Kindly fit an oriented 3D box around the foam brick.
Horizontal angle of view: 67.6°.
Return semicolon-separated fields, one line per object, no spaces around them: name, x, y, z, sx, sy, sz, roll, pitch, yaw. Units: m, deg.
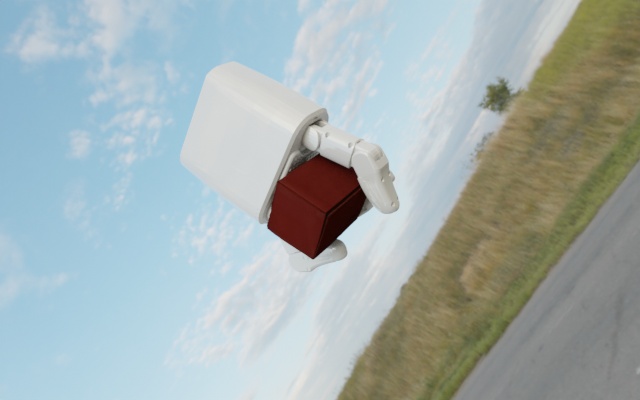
foam brick;0.000;0.001;0.404;0.051;0.053;0.078;32;40;17
